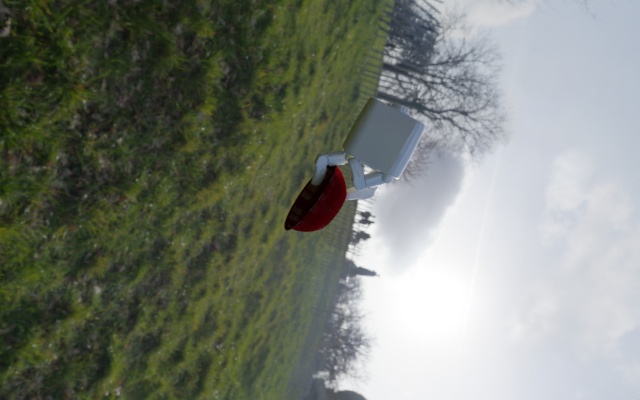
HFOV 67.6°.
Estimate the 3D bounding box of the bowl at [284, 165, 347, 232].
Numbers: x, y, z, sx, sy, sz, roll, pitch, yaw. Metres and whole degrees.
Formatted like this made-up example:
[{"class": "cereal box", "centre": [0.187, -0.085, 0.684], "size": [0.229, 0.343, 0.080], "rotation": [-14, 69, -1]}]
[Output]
[{"class": "bowl", "centre": [0.000, 0.004, 0.900], "size": [0.055, 0.162, 0.162], "rotation": [36, -10, -14]}]
